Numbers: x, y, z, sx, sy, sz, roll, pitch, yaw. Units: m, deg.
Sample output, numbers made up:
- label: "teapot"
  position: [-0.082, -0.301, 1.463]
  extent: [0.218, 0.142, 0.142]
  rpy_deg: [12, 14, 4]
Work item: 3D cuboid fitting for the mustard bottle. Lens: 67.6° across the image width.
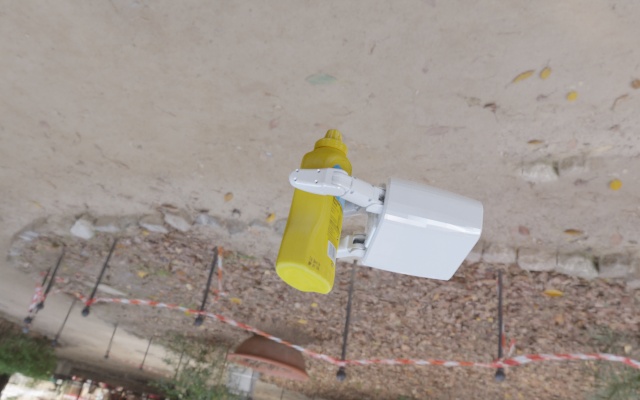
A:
- label: "mustard bottle"
  position: [0.000, 0.002, 0.546]
  extent: [0.058, 0.191, 0.096]
  rpy_deg: [3, -26, 20]
